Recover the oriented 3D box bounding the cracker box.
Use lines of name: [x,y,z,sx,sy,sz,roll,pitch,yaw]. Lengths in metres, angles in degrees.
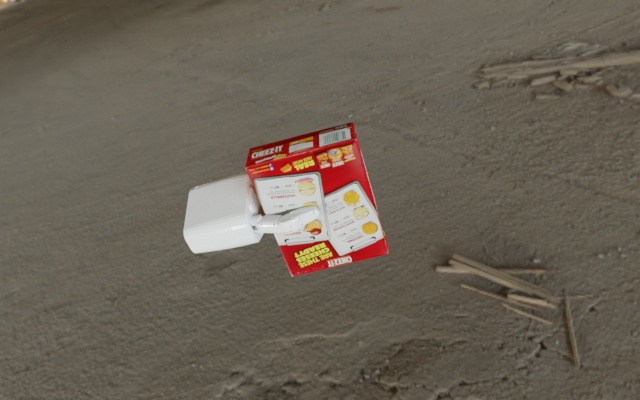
cracker box: [0.000,0.002,0.733,0.164,0.214,0.072,-14,33,8]
